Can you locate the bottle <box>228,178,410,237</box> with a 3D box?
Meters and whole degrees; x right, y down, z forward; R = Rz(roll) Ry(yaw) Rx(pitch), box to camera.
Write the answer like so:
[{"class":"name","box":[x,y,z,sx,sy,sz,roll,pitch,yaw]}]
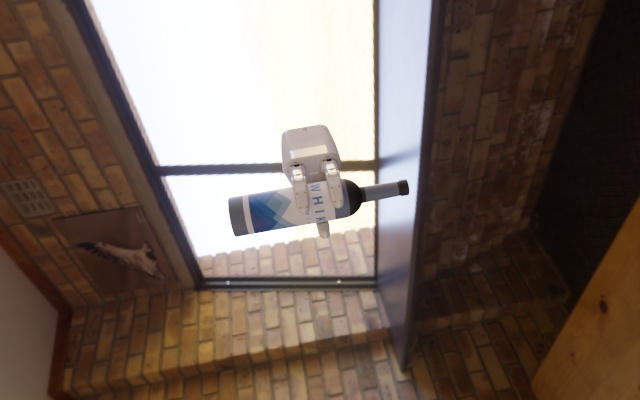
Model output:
[{"class":"bottle","box":[0.000,0.003,0.788,0.296,0.069,0.069,-10,0,-3]}]
